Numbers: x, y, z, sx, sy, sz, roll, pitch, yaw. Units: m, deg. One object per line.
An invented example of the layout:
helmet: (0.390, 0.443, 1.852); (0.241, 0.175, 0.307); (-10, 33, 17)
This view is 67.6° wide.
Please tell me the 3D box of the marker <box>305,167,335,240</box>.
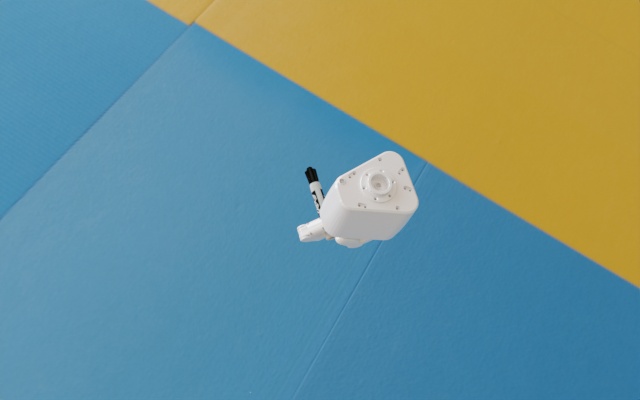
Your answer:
marker: (0.000, 0.002, 0.741); (0.020, 0.121, 0.020); (-16, -18, -5)
